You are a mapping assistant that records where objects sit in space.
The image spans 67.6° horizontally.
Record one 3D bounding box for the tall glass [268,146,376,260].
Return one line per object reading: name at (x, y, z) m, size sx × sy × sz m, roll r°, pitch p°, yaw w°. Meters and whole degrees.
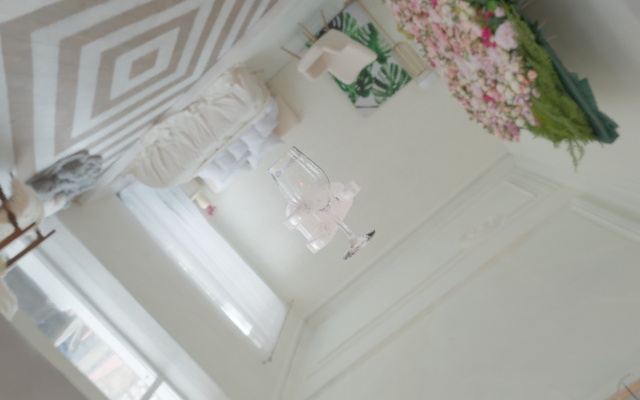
tall glass at (0.001, 0.003, 0.810) m, size 0.079 × 0.201 × 0.079 m, roll -42°, pitch 5°, yaw 4°
